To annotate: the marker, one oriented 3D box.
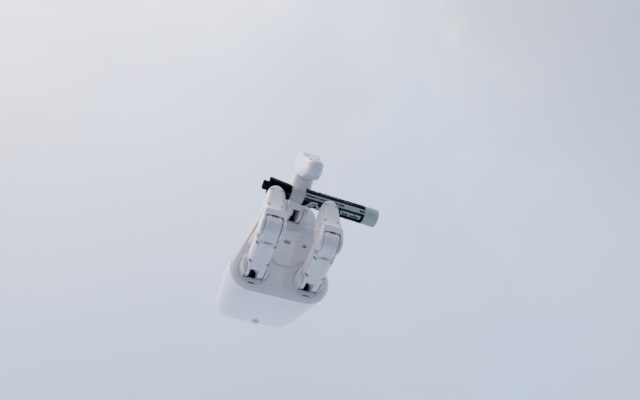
[{"bbox_3d":[0.000,0.002,0.477,0.121,0.020,0.020,17,-4,-13],"label":"marker"}]
